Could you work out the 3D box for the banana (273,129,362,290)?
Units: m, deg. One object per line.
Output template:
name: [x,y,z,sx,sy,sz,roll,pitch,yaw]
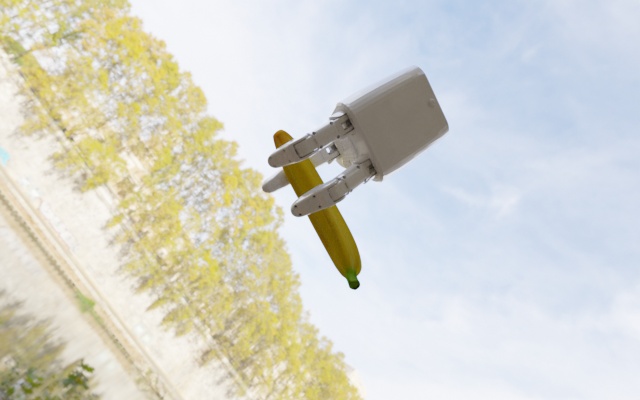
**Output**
banana: [0.001,0.009,0.549,0.037,0.197,0.070,-28,-12,-7]
